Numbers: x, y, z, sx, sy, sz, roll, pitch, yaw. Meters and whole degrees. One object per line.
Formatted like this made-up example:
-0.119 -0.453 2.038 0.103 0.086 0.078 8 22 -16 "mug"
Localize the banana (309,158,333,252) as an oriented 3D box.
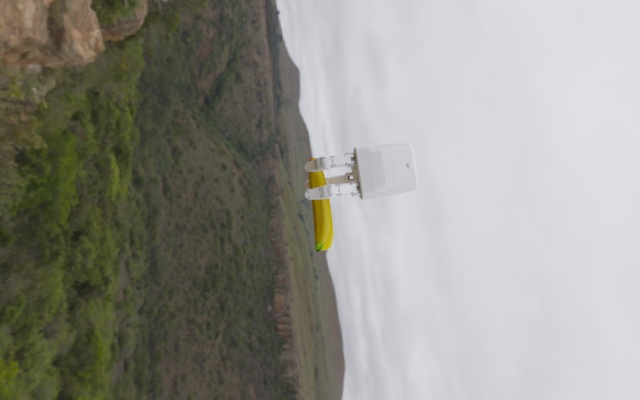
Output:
0.002 0.015 0.903 0.037 0.197 0.070 -7 -29 1 "banana"
